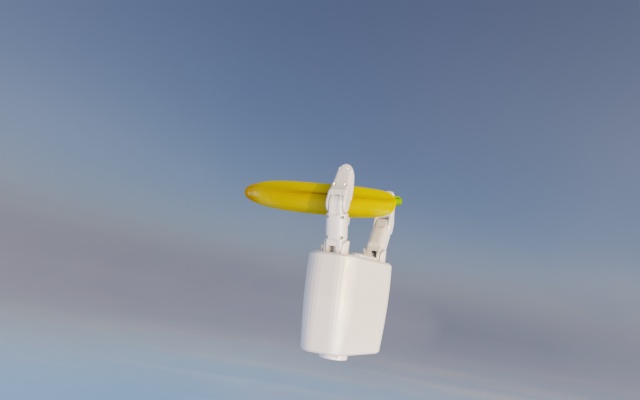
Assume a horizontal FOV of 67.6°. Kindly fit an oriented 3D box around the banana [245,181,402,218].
[{"bbox_3d":[0.004,0.000,0.570,0.198,0.037,0.069,6,-7,-1],"label":"banana"}]
